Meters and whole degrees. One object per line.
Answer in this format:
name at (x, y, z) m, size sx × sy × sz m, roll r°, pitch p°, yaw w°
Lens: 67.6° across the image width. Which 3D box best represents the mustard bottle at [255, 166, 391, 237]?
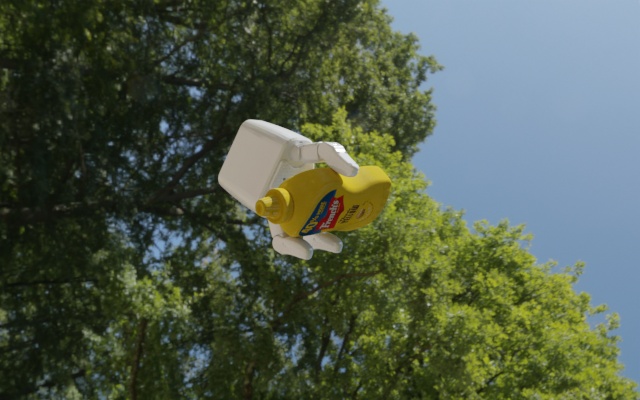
mustard bottle at (0.000, 0.002, 0.591) m, size 0.191 × 0.058 × 0.096 m, roll -4°, pitch -41°, yaw -45°
